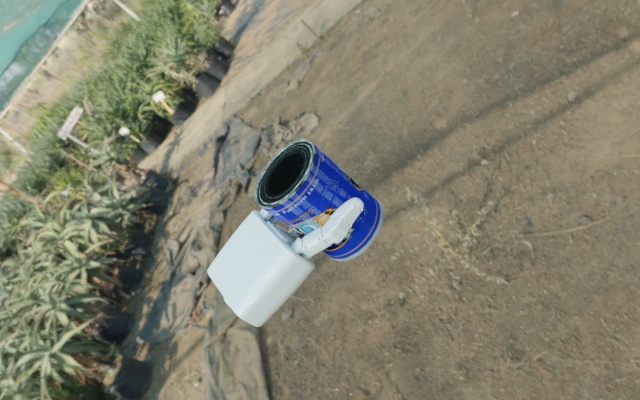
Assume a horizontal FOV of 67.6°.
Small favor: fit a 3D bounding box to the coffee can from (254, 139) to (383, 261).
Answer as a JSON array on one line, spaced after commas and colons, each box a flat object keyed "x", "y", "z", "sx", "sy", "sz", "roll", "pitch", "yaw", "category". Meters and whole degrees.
[{"x": 0.000, "y": 0.002, "z": 0.622, "sx": 0.140, "sy": 0.102, "sz": 0.103, "roll": 39, "pitch": -24, "yaw": -33, "category": "coffee can"}]
